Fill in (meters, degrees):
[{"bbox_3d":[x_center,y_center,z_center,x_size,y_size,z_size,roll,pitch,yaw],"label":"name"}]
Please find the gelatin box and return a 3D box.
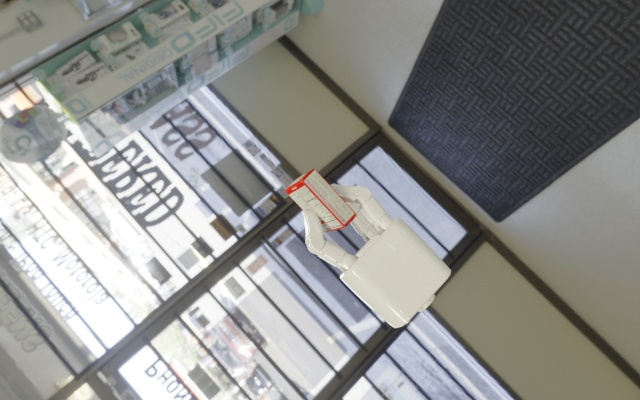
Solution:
[{"bbox_3d":[0.000,0.002,0.667,0.030,0.089,0.073,-47,9,-22],"label":"gelatin box"}]
